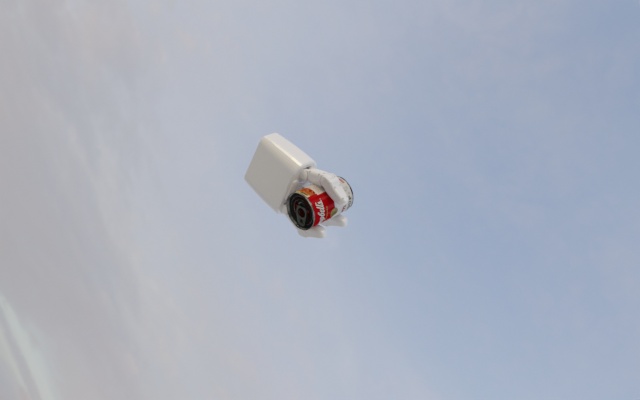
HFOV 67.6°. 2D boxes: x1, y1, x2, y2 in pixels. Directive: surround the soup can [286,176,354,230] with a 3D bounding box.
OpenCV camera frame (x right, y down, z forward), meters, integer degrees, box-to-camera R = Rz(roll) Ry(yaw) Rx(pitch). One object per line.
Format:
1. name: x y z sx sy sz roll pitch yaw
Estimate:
1. soup can: 0.001 0.003 0.831 0.102 0.068 0.068 -24 16 -40
